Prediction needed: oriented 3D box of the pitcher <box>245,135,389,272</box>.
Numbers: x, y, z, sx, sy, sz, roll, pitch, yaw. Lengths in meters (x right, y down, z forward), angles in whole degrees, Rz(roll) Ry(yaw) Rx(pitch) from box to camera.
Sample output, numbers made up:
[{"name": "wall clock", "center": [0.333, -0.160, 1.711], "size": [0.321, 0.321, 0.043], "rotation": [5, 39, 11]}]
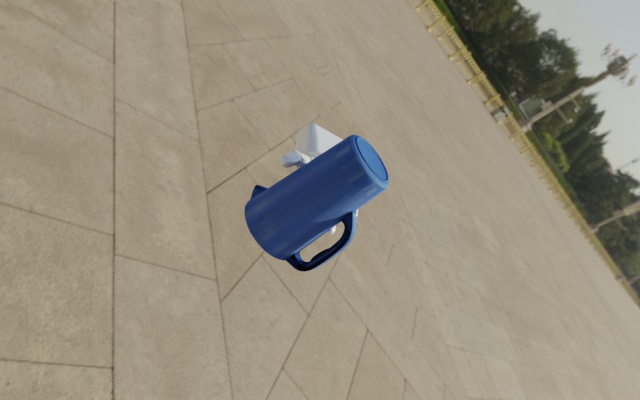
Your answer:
[{"name": "pitcher", "center": [0.000, 0.003, 0.836], "size": [0.243, 0.145, 0.149], "rotation": [-34, -58, 23]}]
